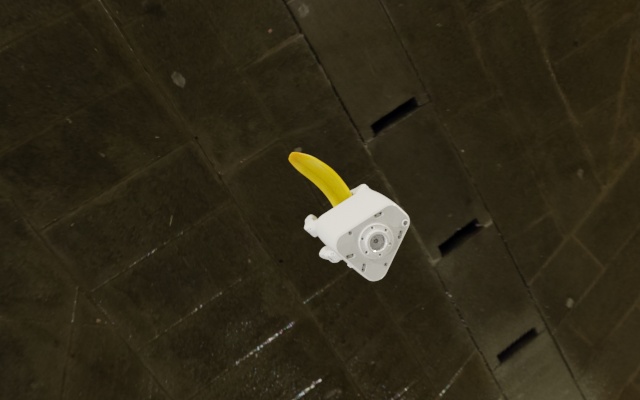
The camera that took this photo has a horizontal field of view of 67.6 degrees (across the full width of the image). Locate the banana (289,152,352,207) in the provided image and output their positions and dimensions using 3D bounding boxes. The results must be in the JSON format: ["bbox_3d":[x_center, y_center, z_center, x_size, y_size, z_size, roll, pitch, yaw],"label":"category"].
[{"bbox_3d":[0.018,-0.003,0.799,0.069,0.198,0.037,-27,17,-4],"label":"banana"}]
